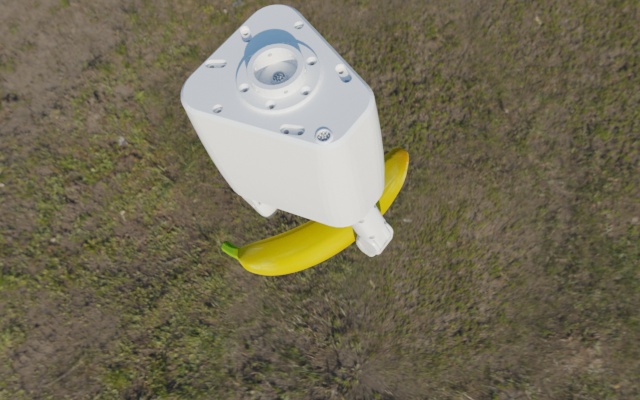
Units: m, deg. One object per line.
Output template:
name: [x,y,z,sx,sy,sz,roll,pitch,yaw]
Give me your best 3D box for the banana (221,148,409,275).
banana: [0.005,0.017,0.431,0.198,0.069,0.037,-27,-31,-3]
